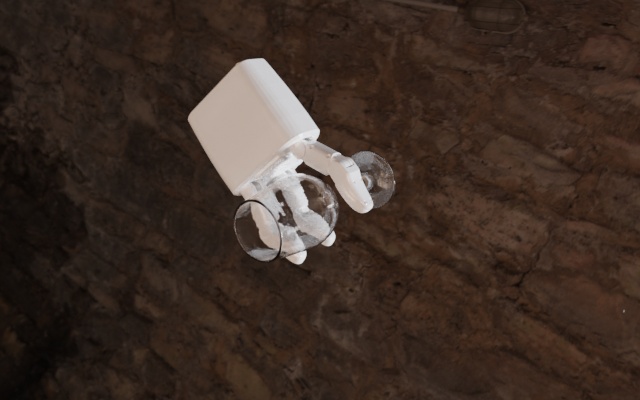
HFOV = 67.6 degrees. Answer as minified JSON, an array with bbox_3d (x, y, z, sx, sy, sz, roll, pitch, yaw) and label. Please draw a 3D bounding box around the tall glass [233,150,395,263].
[{"bbox_3d":[0.001,0.002,0.515,0.079,0.079,0.201,0,16,38],"label":"tall glass"}]
